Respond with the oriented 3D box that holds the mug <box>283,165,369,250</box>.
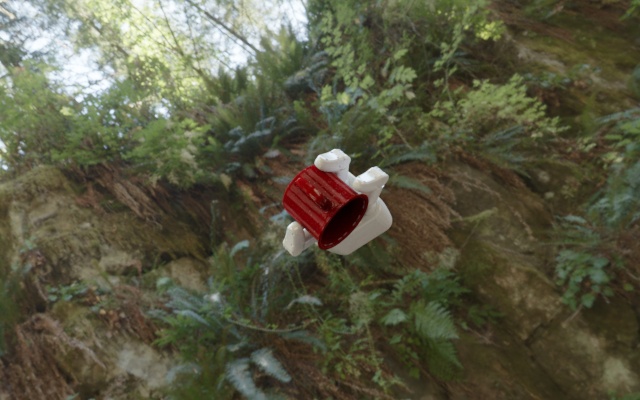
[{"bbox_3d":[-0.001,0.002,0.630,0.081,0.093,0.117,41,1,25],"label":"mug"}]
